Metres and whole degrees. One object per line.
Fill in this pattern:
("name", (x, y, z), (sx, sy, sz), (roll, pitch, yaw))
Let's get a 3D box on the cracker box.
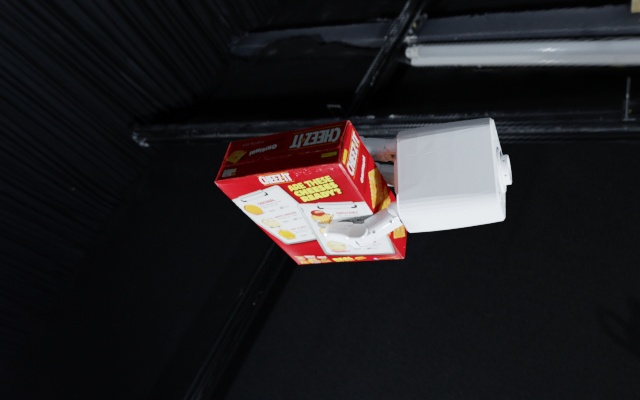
("cracker box", (0.000, 0.002, 0.604), (0.164, 0.072, 0.214), (-7, -36, 27))
